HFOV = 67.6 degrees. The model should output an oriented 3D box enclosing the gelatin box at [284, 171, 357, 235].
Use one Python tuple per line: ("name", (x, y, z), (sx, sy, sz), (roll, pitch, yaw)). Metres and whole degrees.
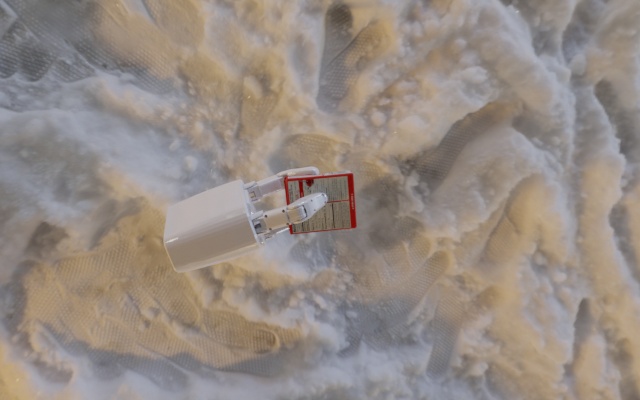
("gelatin box", (0.000, 0.002, 0.619), (0.089, 0.073, 0.030), (-5, 12, -2))
